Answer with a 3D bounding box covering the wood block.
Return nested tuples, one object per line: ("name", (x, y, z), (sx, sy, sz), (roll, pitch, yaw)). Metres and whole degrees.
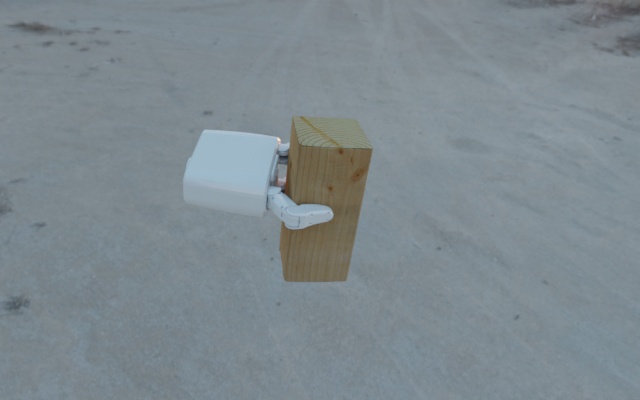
("wood block", (0.000, 0.002, 0.640), (0.090, 0.206, 0.090), (1, 32, -11))
